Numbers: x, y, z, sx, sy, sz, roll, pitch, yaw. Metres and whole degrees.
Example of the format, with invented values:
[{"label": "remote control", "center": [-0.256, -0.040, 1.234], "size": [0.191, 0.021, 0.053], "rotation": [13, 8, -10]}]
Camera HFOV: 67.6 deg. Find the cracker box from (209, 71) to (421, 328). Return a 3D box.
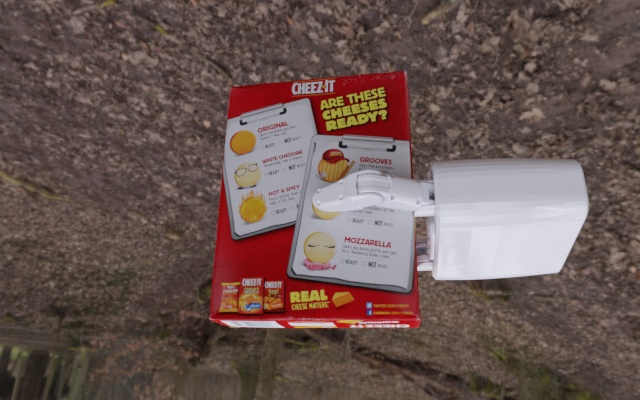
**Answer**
[{"label": "cracker box", "center": [0.000, 0.001, 0.420], "size": [0.164, 0.213, 0.072], "rotation": [-3, -21, 9]}]
